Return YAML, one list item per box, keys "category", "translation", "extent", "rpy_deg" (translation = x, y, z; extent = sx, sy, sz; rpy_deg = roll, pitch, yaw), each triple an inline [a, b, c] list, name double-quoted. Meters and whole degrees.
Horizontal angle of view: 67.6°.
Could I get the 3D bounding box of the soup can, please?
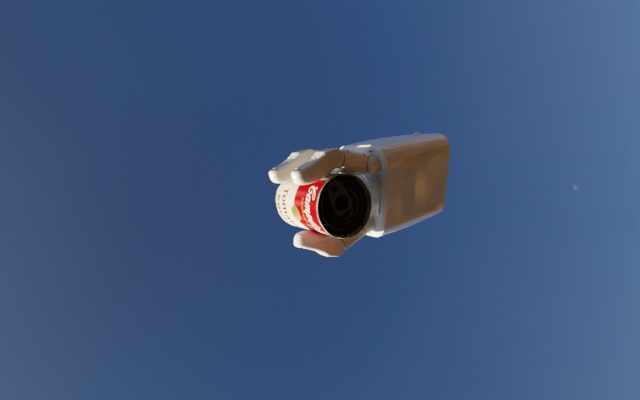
- category: "soup can"
  translation: [0.000, 0.002, 0.537]
  extent: [0.068, 0.068, 0.102]
  rpy_deg: [0, 5, -31]
